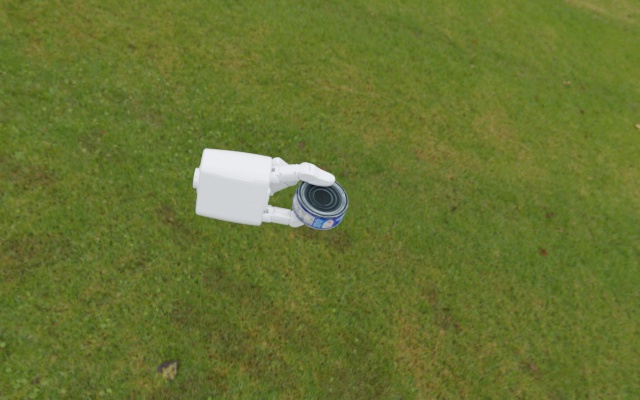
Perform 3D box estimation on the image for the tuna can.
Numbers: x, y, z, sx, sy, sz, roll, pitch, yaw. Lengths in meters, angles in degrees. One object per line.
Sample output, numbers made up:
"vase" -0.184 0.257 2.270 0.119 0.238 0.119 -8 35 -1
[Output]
"tuna can" 0.000 0.002 0.755 0.086 0.086 0.034 0 -37 -21
